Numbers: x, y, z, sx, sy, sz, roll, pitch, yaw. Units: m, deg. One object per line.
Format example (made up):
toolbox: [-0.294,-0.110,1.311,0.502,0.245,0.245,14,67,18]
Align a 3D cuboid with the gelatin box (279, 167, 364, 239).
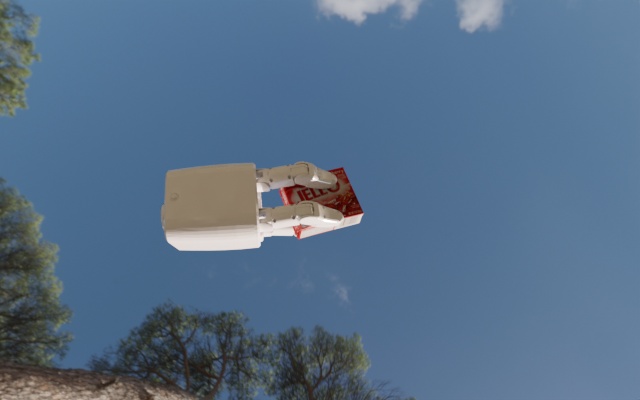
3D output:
gelatin box: [0.000,0.002,0.607,0.089,0.073,0.030,-13,-27,-18]
